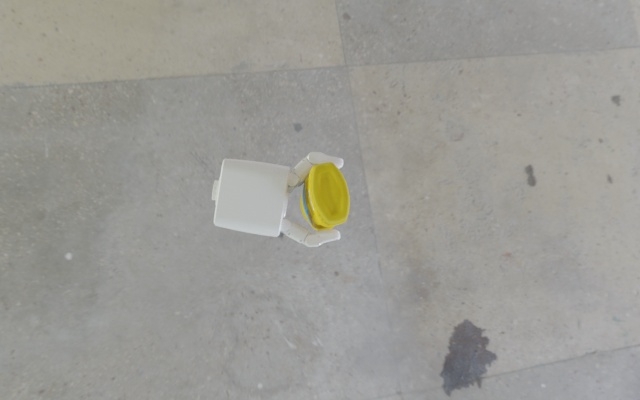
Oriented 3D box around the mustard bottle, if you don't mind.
[{"bbox_3d":[0.001,0.003,0.804,0.058,0.096,0.191,-14,-6,-11],"label":"mustard bottle"}]
